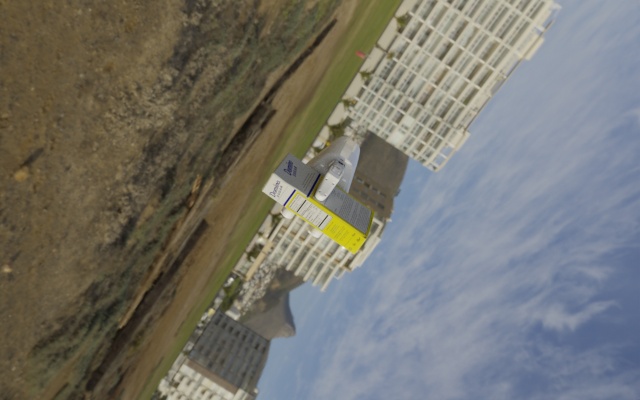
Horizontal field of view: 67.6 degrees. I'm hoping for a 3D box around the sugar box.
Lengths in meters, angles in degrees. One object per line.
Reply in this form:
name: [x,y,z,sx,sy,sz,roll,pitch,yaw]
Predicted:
sugar box: [0.000,0.003,0.763,0.176,0.048,0.093,33,28,-3]
